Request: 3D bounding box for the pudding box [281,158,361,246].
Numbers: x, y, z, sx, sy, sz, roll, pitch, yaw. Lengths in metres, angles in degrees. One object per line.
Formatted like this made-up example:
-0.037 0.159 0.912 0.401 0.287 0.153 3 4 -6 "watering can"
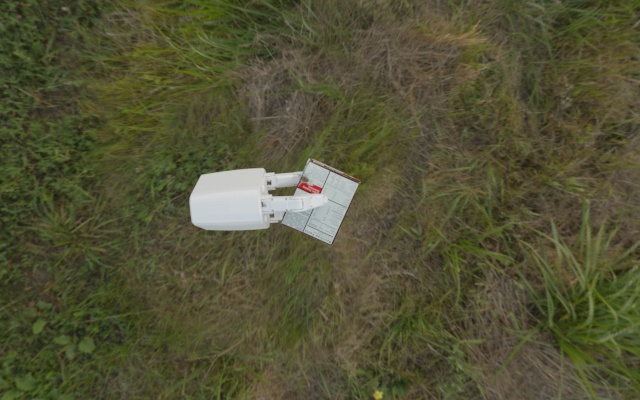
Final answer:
0.000 0.002 0.747 0.090 0.113 0.039 24 8 -3 "pudding box"
